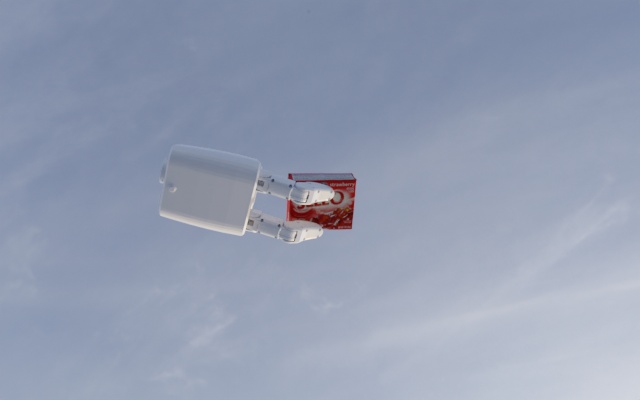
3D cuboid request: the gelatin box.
[{"bbox_3d":[0.000,0.002,0.634,0.089,0.073,0.030,-1,24,-10],"label":"gelatin box"}]
